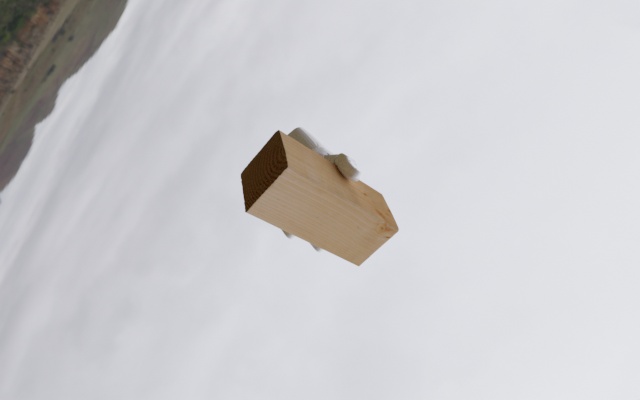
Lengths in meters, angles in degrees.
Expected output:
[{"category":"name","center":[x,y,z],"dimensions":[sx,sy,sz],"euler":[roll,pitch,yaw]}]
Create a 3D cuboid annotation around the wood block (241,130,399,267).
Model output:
[{"category":"wood block","center":[0.000,0.002,0.676],"dimensions":[0.206,0.091,0.090],"euler":[28,27,-32]}]
